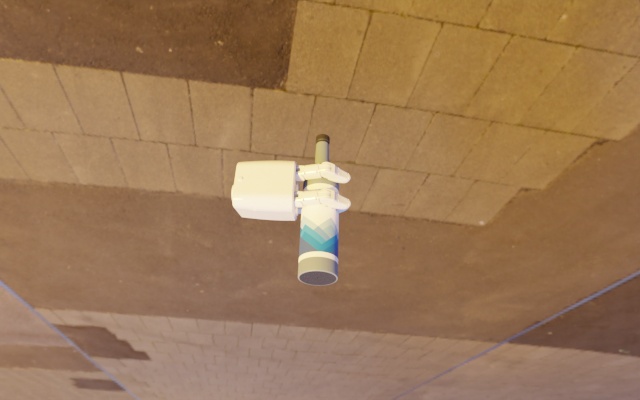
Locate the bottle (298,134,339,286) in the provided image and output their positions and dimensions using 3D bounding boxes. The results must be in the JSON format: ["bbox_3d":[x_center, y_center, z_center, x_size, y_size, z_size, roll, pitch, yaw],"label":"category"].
[{"bbox_3d":[0.000,0.003,0.863,0.069,0.295,0.069,1,-31,1],"label":"bottle"}]
